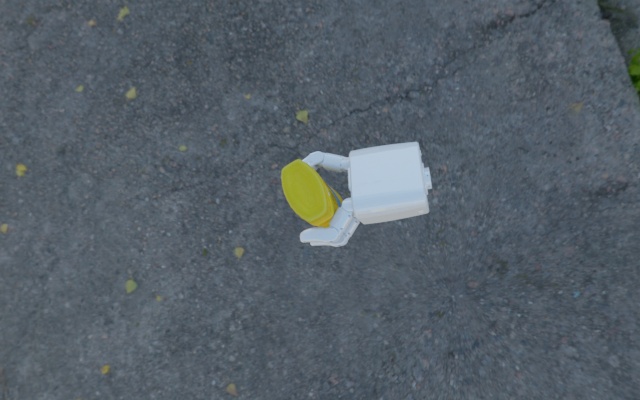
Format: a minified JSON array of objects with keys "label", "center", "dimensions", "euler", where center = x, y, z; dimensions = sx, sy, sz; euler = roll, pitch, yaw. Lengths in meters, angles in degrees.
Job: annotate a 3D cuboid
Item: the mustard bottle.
[{"label":"mustard bottle","center":[0.000,0.003,0.764],"dimensions":[0.058,0.096,0.192],"euler":[-32,-17,7]}]
